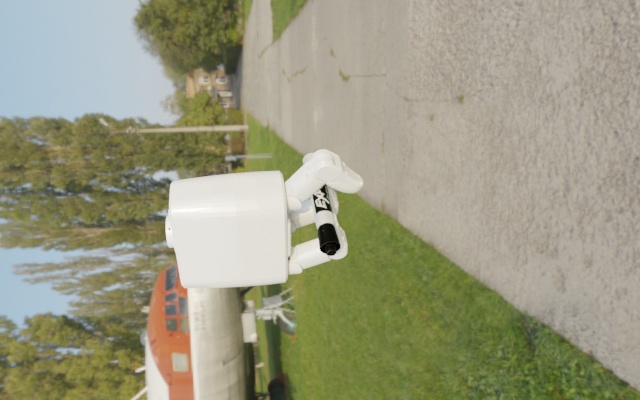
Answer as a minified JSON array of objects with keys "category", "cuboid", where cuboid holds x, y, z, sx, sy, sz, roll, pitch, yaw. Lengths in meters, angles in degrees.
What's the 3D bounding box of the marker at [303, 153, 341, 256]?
[{"category":"marker","cuboid":[0.000,0.001,0.452,0.020,0.121,0.020,-7,-42,-6]}]
